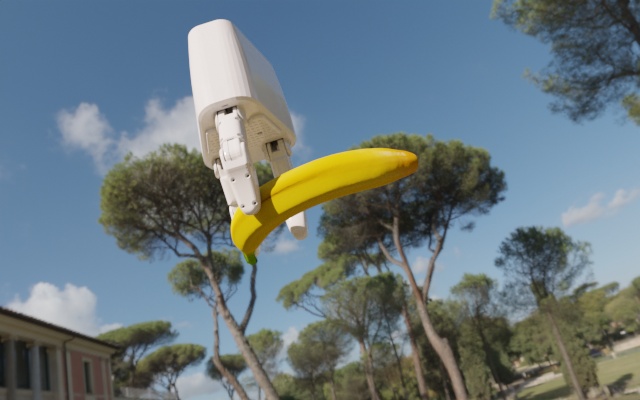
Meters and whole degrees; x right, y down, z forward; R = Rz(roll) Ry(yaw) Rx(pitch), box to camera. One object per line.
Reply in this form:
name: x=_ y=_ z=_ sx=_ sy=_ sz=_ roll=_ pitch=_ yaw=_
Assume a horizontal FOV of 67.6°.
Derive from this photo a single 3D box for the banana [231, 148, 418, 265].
banana: x=-0.013 y=-0.002 z=0.420 sx=0.198 sy=0.037 sz=0.070 roll=-29 pitch=-32 yaw=24
